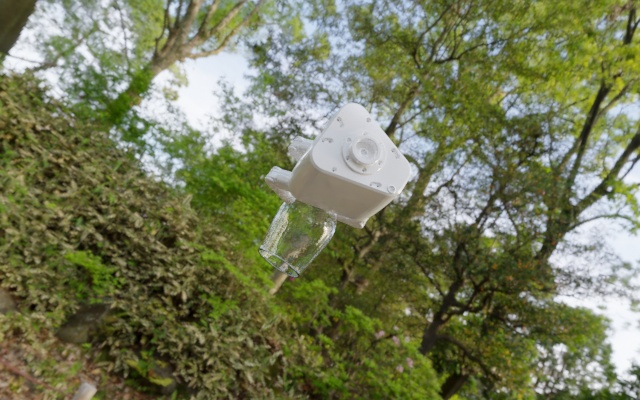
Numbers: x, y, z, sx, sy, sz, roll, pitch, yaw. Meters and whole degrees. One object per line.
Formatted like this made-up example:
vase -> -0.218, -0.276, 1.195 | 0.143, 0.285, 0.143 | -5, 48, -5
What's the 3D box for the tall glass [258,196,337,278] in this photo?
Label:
tall glass -> 0.000, 0.002, 0.628 | 0.079, 0.201, 0.079 | 30, -21, 13
